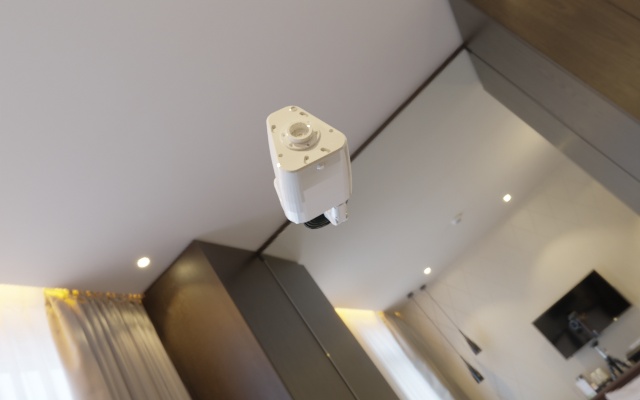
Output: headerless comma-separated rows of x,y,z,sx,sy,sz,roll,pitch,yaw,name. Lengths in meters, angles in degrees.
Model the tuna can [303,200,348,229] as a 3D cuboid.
0.000,0.002,0.753,0.086,0.086,0.033,0,39,-45,tuna can
